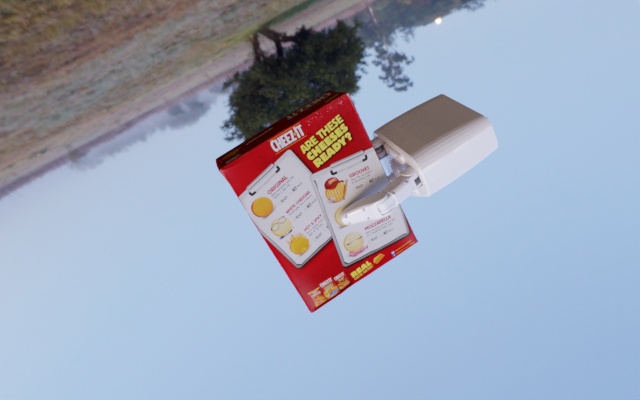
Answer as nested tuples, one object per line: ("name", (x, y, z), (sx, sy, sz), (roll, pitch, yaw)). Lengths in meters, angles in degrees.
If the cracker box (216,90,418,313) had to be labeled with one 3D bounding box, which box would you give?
("cracker box", (0.000, 0.002, 0.576), (0.164, 0.214, 0.072), (-32, 23, -8))
